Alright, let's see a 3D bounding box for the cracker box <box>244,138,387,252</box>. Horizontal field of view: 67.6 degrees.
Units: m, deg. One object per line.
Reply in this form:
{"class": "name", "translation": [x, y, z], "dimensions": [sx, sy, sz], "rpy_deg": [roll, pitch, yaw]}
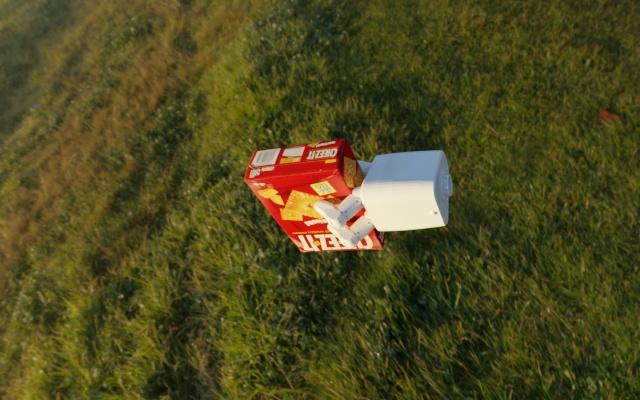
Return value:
{"class": "cracker box", "translation": [0.000, 0.002, 0.781], "dimensions": [0.164, 0.072, 0.214], "rpy_deg": [-4, -39, 26]}
